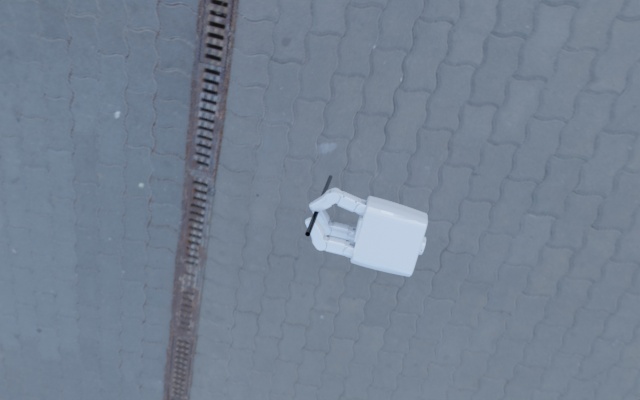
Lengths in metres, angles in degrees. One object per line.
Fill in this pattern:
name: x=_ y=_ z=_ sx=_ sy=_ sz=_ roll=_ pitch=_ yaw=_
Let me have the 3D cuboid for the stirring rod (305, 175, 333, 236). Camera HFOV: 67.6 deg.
stirring rod: x=0.000 y=0.003 z=0.857 sx=0.011 sy=0.011 sz=0.239 roll=0 pitch=25 yaw=11
